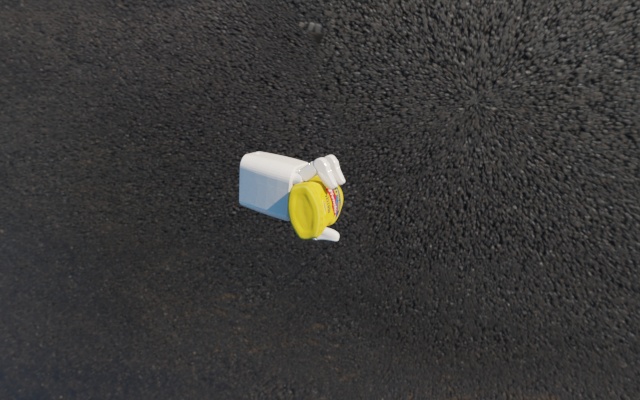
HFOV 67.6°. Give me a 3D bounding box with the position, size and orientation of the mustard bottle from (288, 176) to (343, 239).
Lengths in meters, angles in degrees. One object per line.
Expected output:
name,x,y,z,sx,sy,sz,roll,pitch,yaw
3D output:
mustard bottle,0.000,0.003,0.887,0.058,0.096,0.191,-9,8,19
